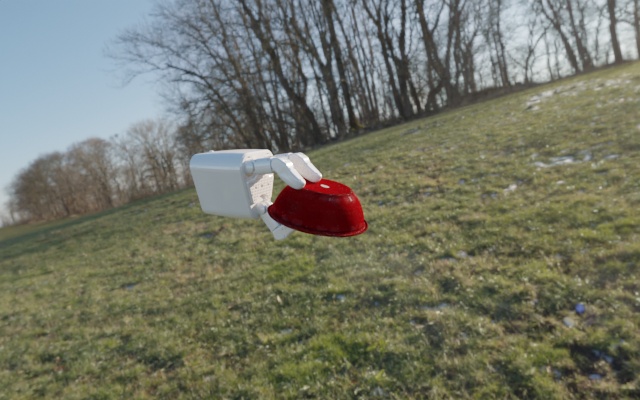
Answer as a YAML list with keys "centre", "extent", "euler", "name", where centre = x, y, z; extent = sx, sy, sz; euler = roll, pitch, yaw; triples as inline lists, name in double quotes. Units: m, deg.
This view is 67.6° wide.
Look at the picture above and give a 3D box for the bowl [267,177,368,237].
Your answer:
- centre: [0.001, 0.002, 0.748]
  extent: [0.162, 0.055, 0.162]
  euler: [10, 16, -3]
  name: "bowl"
